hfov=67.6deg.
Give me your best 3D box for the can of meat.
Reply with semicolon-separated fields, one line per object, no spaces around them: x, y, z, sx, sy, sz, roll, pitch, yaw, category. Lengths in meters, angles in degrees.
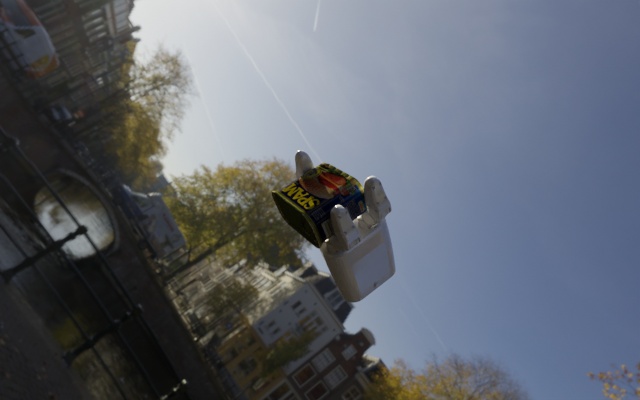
0.000;0.002;0.611;0.084;0.057;0.102;-34;37;-17;can of meat
